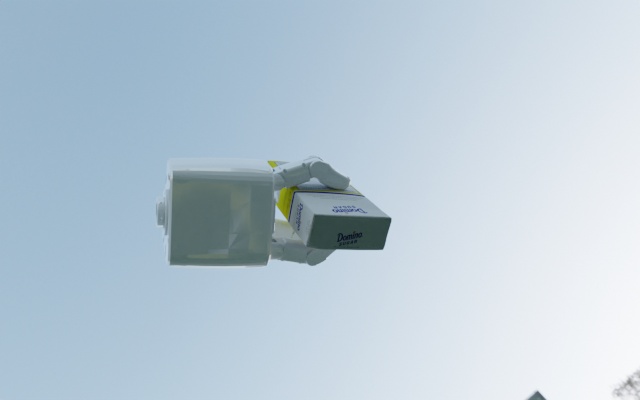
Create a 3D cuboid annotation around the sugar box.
[{"bbox_3d":[0.000,0.002,0.564,0.093,0.048,0.176,4,23,-23],"label":"sugar box"}]
